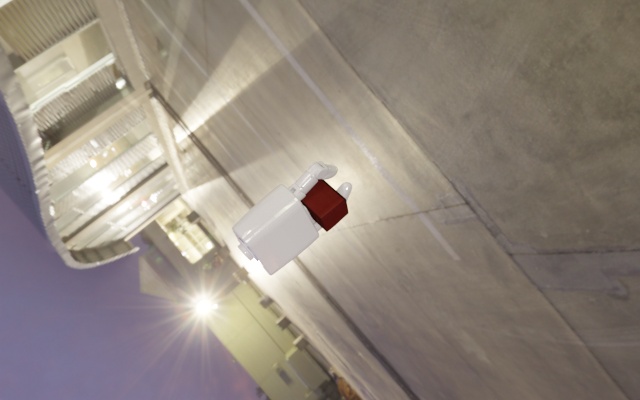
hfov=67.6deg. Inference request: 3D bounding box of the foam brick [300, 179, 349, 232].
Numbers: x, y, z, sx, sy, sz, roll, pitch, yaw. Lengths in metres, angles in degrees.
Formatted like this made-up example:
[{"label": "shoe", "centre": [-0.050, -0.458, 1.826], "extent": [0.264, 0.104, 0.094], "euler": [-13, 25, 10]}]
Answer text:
[{"label": "foam brick", "centre": [0.000, 0.003, 0.774], "extent": [0.078, 0.051, 0.053], "euler": [42, -14, 28]}]
